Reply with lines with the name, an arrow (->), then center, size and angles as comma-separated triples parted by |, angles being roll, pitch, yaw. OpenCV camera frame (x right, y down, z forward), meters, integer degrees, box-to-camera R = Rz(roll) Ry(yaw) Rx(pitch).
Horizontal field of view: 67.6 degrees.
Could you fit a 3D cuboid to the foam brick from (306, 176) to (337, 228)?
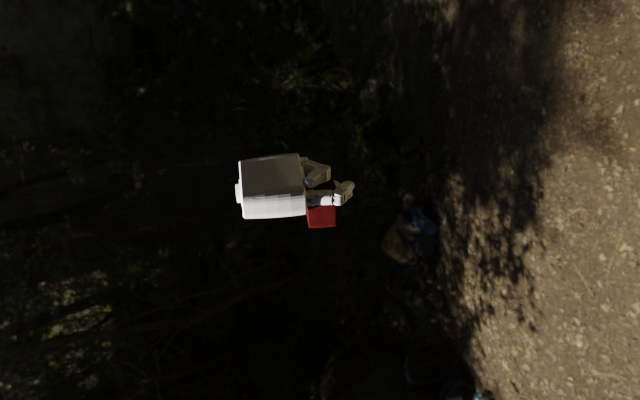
foam brick -> 0.000, 0.003, 0.848 | 0.051, 0.078, 0.053 | -6, 32, -7
